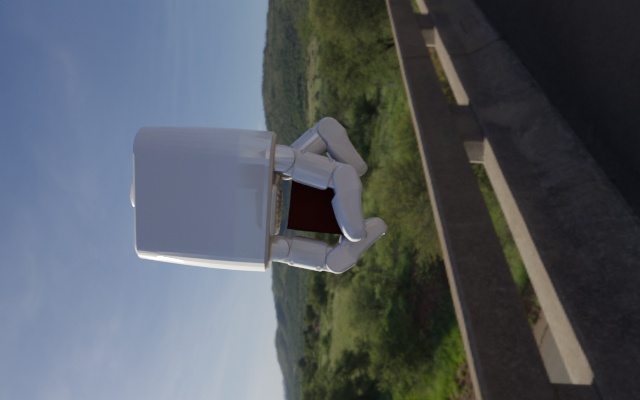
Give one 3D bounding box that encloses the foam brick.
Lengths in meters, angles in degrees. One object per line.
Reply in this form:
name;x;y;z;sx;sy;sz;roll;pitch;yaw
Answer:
foam brick;0.000;0.001;0.421;0.051;0.053;0.078;6;-3;-1
